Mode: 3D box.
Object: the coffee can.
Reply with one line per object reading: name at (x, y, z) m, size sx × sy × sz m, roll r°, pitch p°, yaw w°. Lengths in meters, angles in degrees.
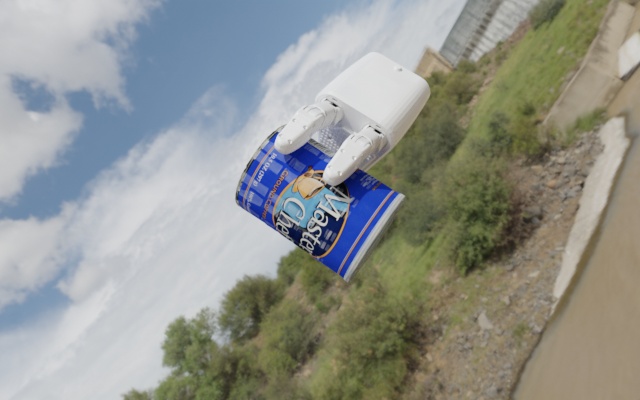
coffee can at (0.000, 0.002, 0.487) m, size 0.140 × 0.103 × 0.103 m, roll 34°, pitch 7°, yaw 11°
